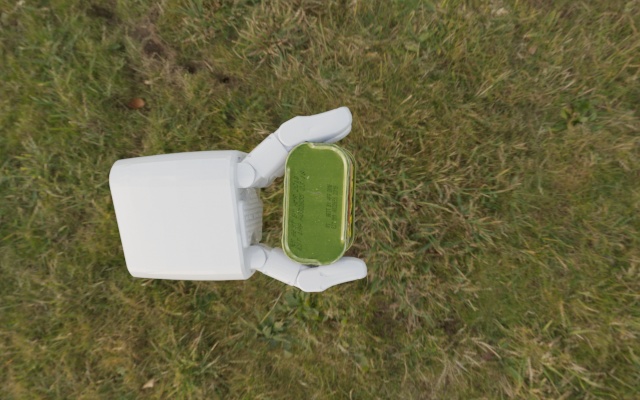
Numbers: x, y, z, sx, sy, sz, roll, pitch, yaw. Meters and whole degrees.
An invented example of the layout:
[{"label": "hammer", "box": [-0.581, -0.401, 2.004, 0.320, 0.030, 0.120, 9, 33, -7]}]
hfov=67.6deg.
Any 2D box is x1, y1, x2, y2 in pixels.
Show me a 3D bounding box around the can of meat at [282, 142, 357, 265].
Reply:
[{"label": "can of meat", "box": [0.000, 0.001, 0.410, 0.057, 0.102, 0.084, 2, 2, 6]}]
